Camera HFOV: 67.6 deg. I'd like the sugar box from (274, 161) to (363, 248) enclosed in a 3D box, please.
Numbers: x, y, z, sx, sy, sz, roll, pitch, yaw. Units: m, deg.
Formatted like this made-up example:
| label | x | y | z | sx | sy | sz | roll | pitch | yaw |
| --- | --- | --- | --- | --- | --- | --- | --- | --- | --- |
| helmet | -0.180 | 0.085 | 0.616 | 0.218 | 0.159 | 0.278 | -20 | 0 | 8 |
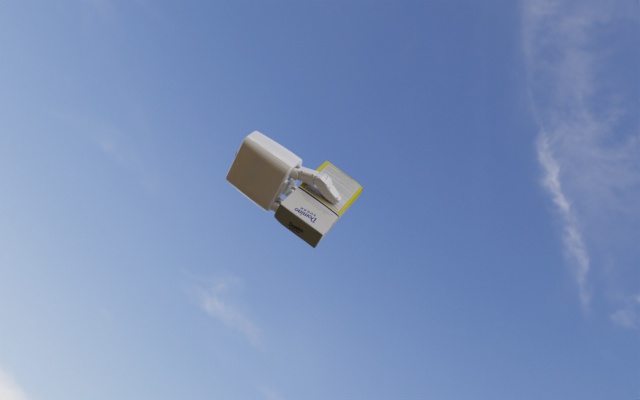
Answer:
| label | x | y | z | sx | sy | sz | roll | pitch | yaw |
| --- | --- | --- | --- | --- | --- | --- | --- | --- | --- |
| sugar box | 0.000 | 0.003 | 0.871 | 0.093 | 0.048 | 0.176 | 37 | 43 | 7 |
